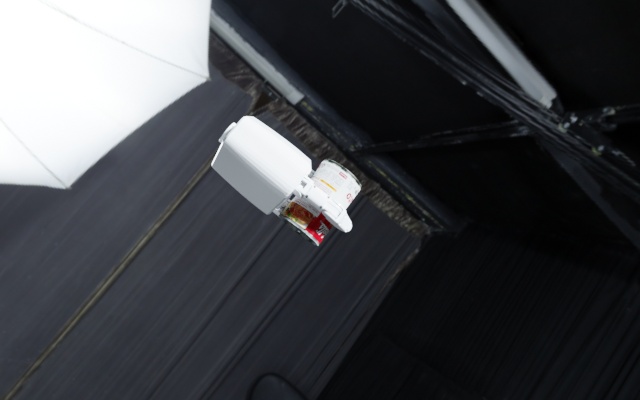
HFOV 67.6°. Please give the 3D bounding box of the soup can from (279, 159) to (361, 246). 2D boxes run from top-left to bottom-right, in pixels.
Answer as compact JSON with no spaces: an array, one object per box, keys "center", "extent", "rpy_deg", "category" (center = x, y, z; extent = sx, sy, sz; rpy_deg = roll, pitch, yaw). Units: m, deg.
[{"center":[0.001,0.002,0.656],"extent":[0.068,0.102,0.068],"rpy_deg":[36,-10,8],"category":"soup can"}]
